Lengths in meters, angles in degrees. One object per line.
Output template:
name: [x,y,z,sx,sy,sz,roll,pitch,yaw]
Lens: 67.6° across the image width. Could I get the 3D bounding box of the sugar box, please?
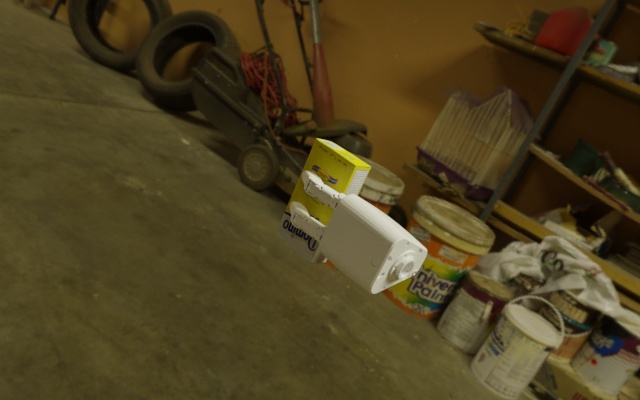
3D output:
sugar box: [0.000,0.002,0.746,0.048,0.176,0.093,4,27,-49]
